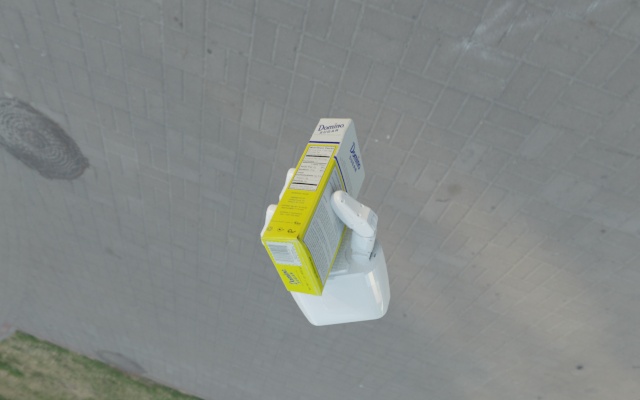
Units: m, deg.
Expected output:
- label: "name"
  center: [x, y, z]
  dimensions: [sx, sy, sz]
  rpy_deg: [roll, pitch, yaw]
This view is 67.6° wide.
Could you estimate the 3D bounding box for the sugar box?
- label: "sugar box"
  center: [0.000, 0.002, 0.513]
  dimensions: [0.048, 0.176, 0.093]
  rpy_deg: [3, -42, 21]
